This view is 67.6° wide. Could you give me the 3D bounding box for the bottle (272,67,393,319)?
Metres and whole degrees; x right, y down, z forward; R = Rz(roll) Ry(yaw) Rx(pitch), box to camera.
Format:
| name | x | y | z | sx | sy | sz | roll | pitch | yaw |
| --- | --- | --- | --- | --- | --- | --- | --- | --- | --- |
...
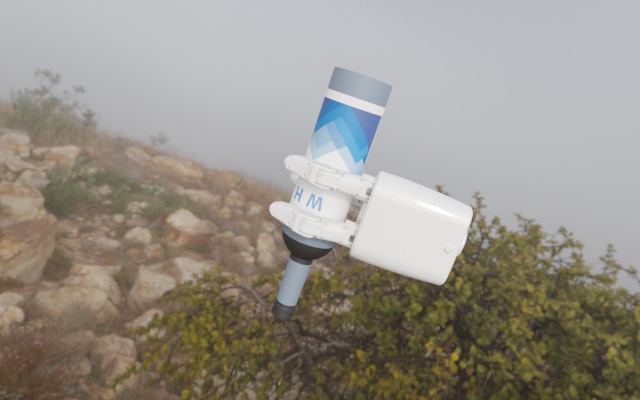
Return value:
| name | x | y | z | sx | sy | sz | roll | pitch | yaw |
| --- | --- | --- | --- | --- | --- | --- | --- | --- | --- |
| bottle | 0.000 | 0.002 | 0.548 | 0.069 | 0.296 | 0.069 | 18 | 13 | -4 |
